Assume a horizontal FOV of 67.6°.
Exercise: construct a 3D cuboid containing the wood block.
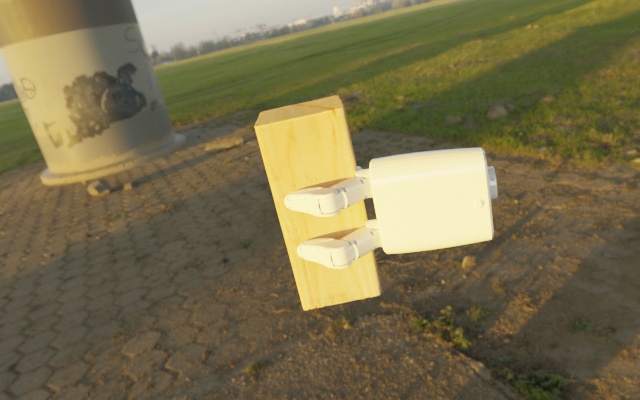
[{"bbox_3d":[0.000,0.001,0.521,0.090,0.206,0.090,-12,20,2],"label":"wood block"}]
